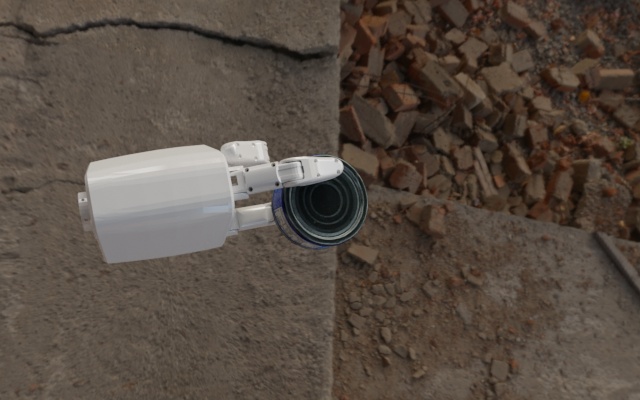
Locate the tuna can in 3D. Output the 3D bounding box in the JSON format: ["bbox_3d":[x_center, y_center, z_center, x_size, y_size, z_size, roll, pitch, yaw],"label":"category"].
[{"bbox_3d":[0.000,0.001,0.441,0.086,0.086,0.034,0,-10,-23],"label":"tuna can"}]
